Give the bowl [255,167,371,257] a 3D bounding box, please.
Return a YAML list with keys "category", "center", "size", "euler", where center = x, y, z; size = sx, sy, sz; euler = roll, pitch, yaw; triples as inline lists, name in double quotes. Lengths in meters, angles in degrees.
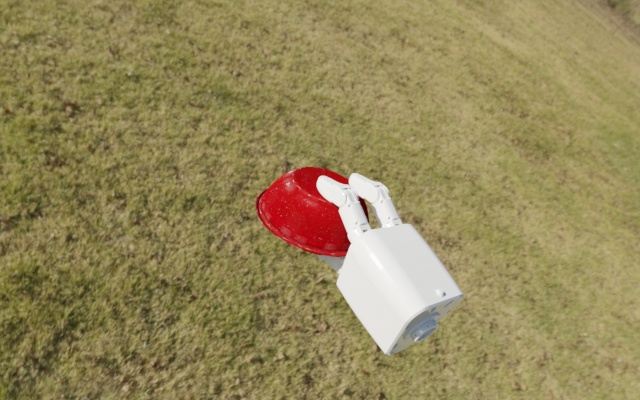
- category: "bowl"
  center: [-0.001, 0.001, 0.622]
  size: [0.162, 0.055, 0.162]
  euler: [15, 28, -8]
